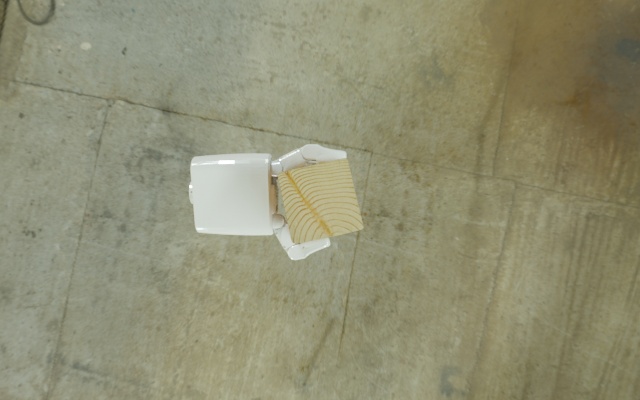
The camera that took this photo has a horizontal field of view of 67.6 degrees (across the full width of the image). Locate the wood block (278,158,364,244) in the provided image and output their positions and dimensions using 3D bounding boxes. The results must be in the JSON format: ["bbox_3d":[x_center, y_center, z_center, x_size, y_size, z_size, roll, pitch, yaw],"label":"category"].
[{"bbox_3d":[0.000,0.003,0.674,0.090,0.091,0.206,-12,0,0],"label":"wood block"}]
